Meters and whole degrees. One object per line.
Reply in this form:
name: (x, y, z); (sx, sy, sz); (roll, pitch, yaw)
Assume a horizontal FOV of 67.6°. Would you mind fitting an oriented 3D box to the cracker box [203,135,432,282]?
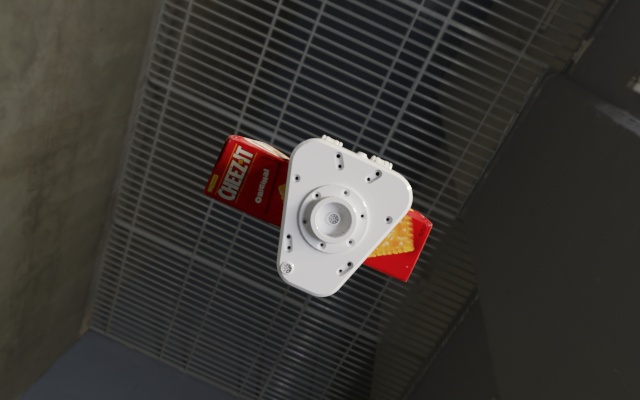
cracker box: (0.000, 0.002, 0.530); (0.213, 0.072, 0.164); (24, 4, 0)
